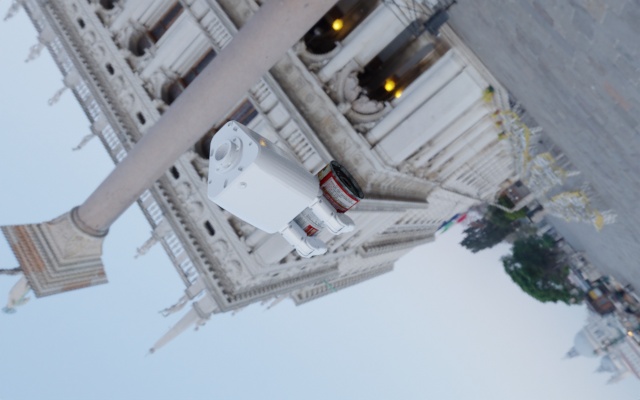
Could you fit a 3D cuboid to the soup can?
[{"bbox_3d":[0.000,0.002,0.665,0.102,0.068,0.068,-40,-15,18],"label":"soup can"}]
